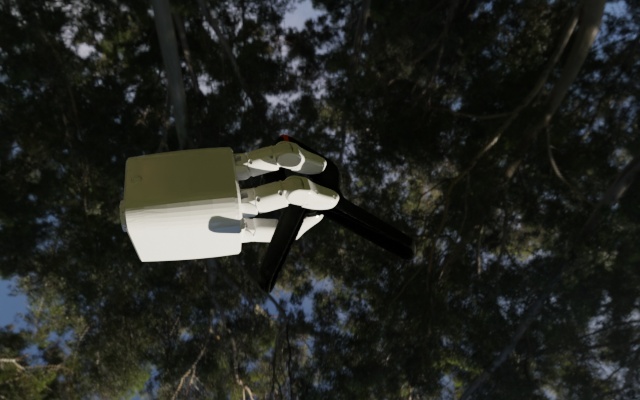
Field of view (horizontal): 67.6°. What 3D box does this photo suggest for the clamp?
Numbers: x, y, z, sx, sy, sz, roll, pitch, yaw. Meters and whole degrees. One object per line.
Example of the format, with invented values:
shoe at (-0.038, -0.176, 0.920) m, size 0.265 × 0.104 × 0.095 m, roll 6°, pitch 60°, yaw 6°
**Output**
clamp at (0.000, 0.002, 0.523) m, size 0.164 × 0.209 × 0.036 m, roll -4°, pitch -44°, yaw -15°
